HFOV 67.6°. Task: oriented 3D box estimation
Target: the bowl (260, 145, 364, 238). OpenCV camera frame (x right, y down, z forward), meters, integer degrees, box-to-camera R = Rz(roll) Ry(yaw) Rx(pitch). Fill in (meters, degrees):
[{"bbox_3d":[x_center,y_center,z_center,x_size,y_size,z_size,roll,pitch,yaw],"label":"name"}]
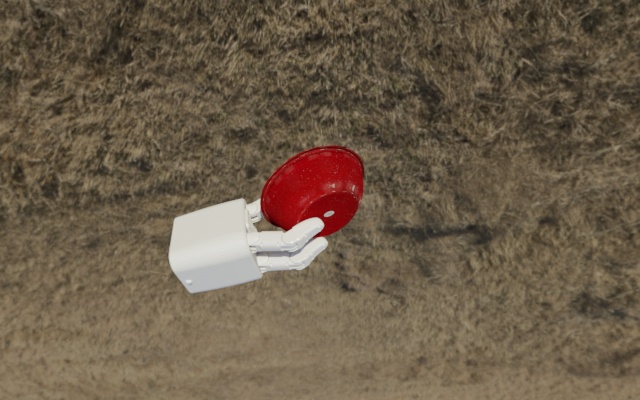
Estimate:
[{"bbox_3d":[0.001,0.002,0.667,0.162,0.162,0.055,0,43,-34],"label":"bowl"}]
